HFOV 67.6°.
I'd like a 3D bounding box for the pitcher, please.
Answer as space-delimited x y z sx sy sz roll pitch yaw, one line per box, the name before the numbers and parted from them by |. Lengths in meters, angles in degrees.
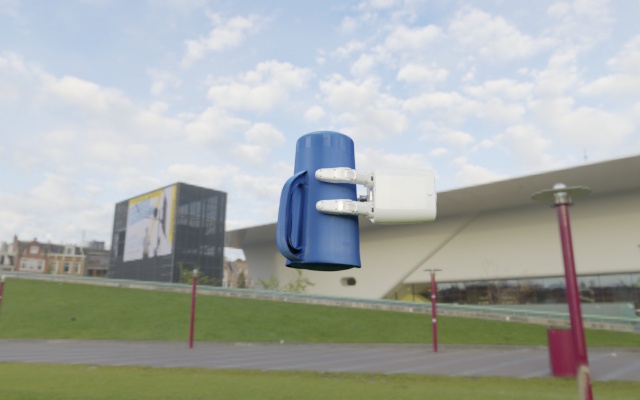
pitcher | 0.000 0.003 0.848 0.145 0.242 0.149 1 -13 -2
